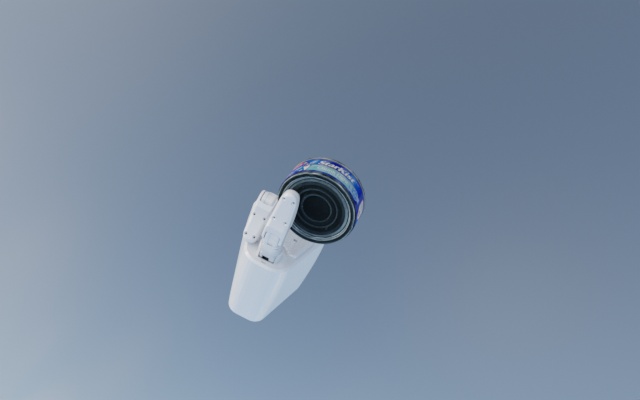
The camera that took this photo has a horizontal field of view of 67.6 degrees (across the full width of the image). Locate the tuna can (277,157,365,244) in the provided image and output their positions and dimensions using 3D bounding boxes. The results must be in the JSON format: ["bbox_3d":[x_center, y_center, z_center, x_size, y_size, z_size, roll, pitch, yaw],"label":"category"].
[{"bbox_3d":[0.000,0.002,0.486,0.086,0.086,0.033,0,29,22],"label":"tuna can"}]
